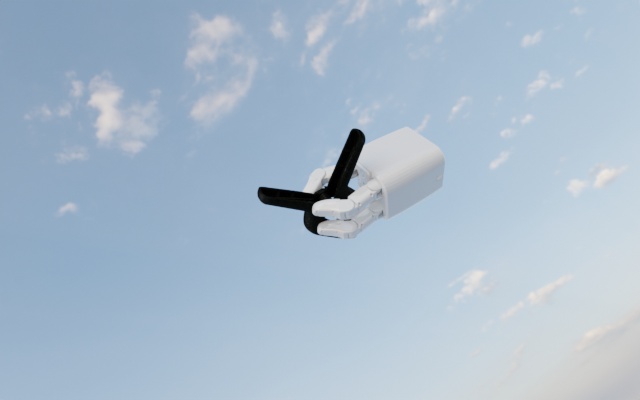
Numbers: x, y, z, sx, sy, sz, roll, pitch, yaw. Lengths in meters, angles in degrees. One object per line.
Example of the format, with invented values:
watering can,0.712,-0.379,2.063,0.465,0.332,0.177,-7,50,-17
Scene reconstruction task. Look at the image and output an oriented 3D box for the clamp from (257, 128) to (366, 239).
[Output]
clamp,0.000,0.002,0.704,0.164,0.036,0.210,-28,-35,-10
